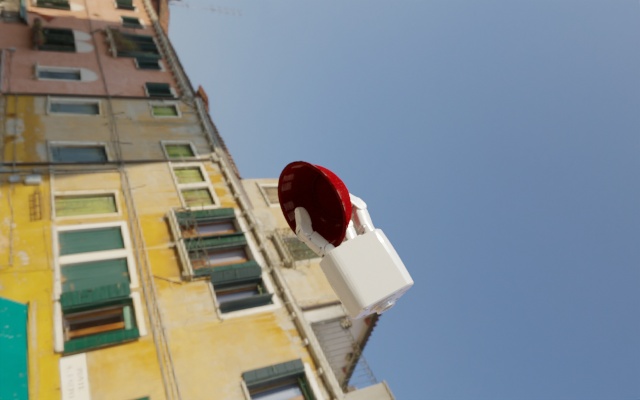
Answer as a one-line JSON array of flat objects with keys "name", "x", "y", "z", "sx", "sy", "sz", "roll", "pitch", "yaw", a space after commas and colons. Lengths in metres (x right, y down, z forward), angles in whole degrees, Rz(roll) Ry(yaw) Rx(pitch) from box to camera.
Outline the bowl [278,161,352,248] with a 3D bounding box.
[{"name": "bowl", "x": 0.000, "y": 0.001, "z": 0.807, "sx": 0.055, "sy": 0.162, "sz": 0.162, "roll": -28, "pitch": 18, "yaw": -39}]
